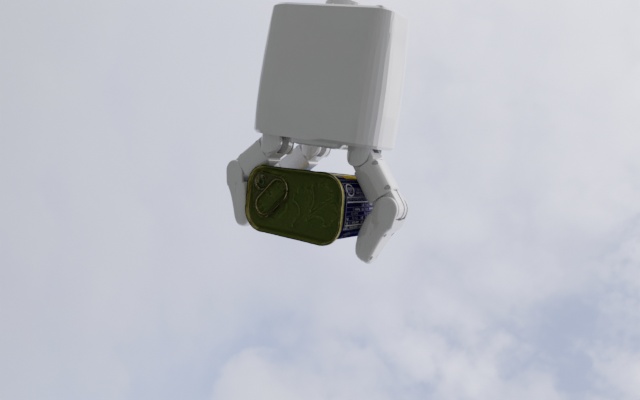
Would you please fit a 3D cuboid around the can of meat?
[{"bbox_3d":[0.000,0.001,0.417,0.102,0.057,0.084,9,7,36],"label":"can of meat"}]
